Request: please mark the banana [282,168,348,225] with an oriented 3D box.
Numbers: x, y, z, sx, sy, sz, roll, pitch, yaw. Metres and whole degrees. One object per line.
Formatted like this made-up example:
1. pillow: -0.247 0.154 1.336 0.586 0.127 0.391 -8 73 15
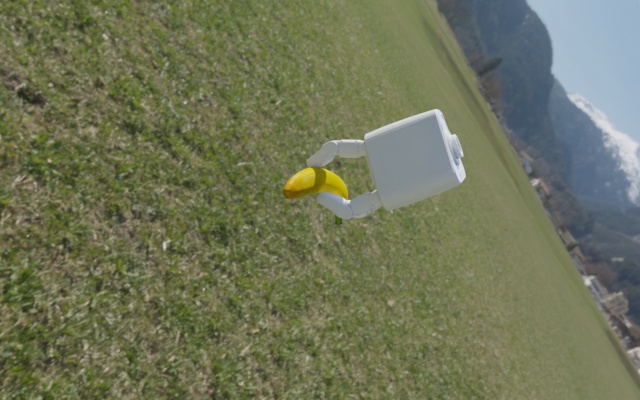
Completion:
1. banana: 0.002 -0.015 0.726 0.037 0.069 0.198 -4 -16 26
